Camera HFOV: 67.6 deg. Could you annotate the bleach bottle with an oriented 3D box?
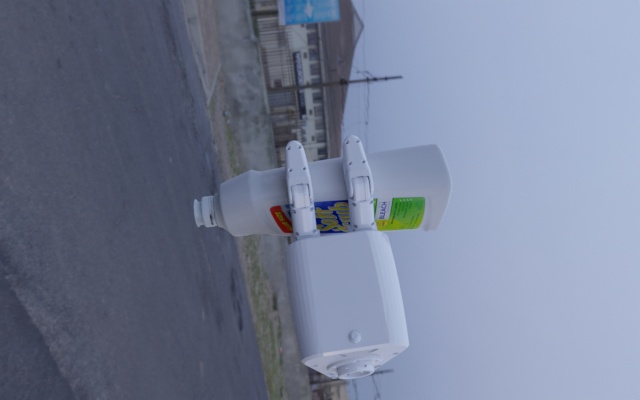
[{"bbox_3d":[0.000,0.002,0.494,0.251,0.068,0.103,-7,-33,-4],"label":"bleach bottle"}]
